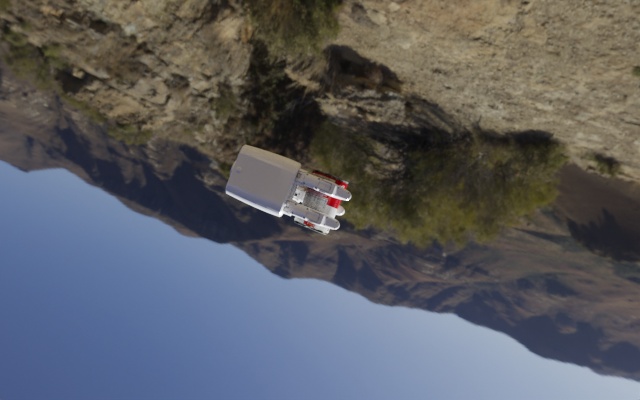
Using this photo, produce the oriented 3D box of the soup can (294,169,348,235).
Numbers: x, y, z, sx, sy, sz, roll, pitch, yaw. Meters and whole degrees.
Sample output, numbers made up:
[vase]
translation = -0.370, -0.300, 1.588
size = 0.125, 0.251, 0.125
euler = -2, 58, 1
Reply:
[soup can]
translation = 0.000, 0.003, 0.860
size = 0.068, 0.102, 0.068
euler = 22, -1, 1
